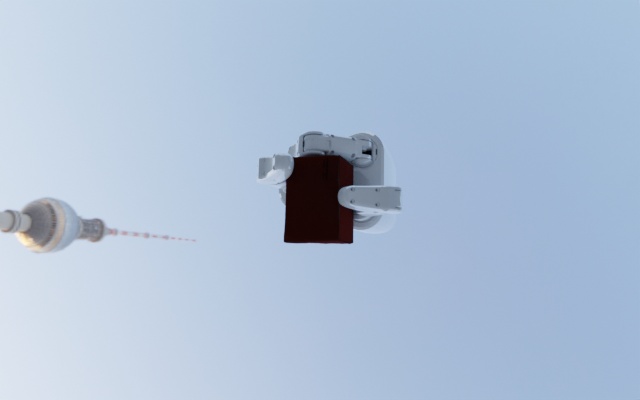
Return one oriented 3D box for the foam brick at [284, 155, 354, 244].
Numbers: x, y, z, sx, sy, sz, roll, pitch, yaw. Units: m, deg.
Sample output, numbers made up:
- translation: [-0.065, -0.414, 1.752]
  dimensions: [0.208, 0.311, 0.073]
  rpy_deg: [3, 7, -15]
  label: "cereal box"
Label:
- translation: [0.000, 0.002, 0.438]
  dimensions: [0.053, 0.078, 0.051]
  rpy_deg: [-1, -8, 18]
  label: "foam brick"
